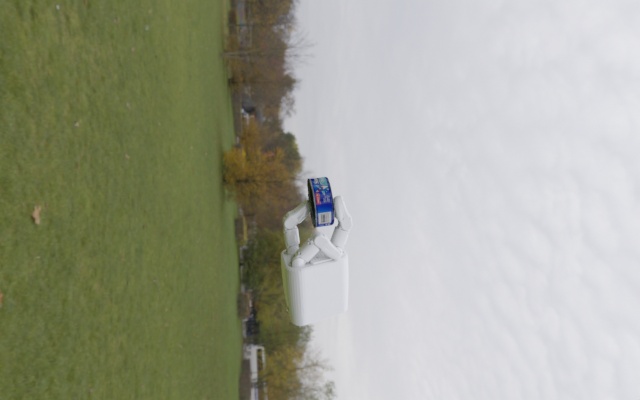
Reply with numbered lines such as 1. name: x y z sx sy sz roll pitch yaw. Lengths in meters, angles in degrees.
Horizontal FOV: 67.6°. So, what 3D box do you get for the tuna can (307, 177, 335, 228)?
1. tuna can: 0.001 0.003 0.816 0.034 0.086 0.086 -8 1 -7
